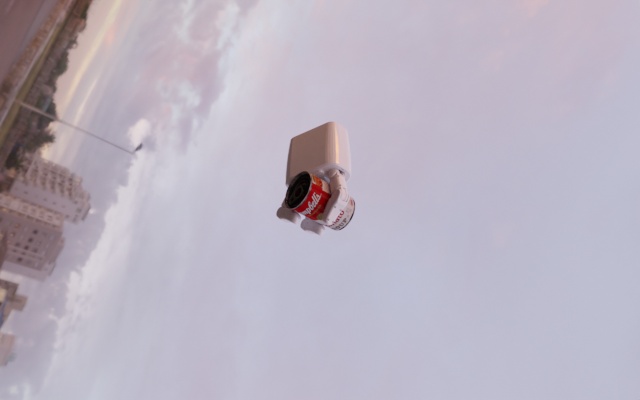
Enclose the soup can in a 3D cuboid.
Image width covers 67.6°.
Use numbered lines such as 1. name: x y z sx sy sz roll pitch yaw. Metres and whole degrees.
1. soup can: 0.000 0.003 0.806 0.102 0.068 0.068 28 -16 -32
